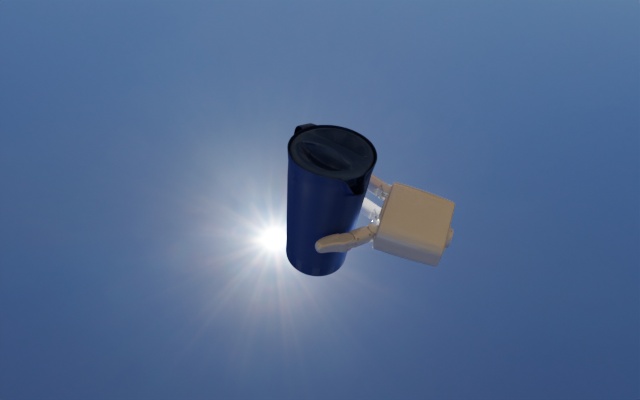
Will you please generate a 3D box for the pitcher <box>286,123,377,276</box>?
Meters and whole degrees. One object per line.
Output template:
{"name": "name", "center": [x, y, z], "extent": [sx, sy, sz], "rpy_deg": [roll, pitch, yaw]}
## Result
{"name": "pitcher", "center": [0.000, 0.003, 0.782], "extent": [0.145, 0.243, 0.149], "rpy_deg": [16, 42, 7]}
